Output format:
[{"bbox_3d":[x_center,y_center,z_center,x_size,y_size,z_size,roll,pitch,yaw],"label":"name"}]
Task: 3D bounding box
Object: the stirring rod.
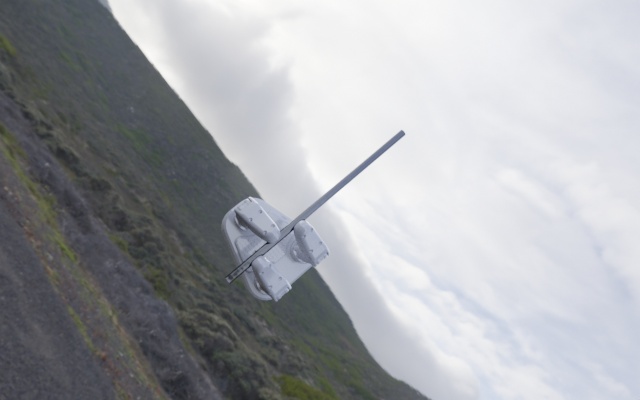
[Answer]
[{"bbox_3d":[0.000,0.002,0.486,0.239,0.011,0.011,-40,12,-15],"label":"stirring rod"}]
